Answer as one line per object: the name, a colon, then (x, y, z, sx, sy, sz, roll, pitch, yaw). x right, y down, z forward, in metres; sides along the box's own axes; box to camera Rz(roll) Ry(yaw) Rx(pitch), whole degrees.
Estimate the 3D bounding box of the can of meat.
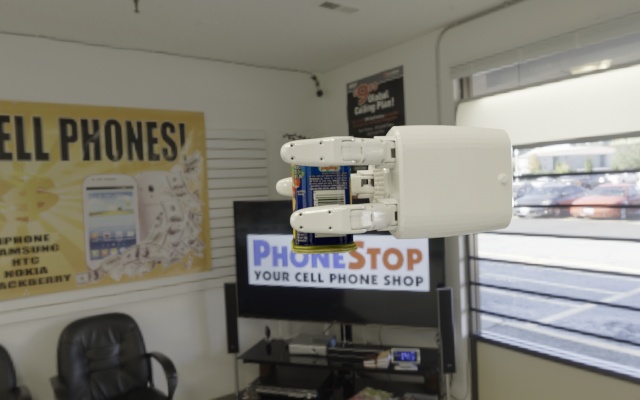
can of meat: (0.000, 0.001, 0.443, 0.057, 0.084, 0.102, -2, 2, -4)
